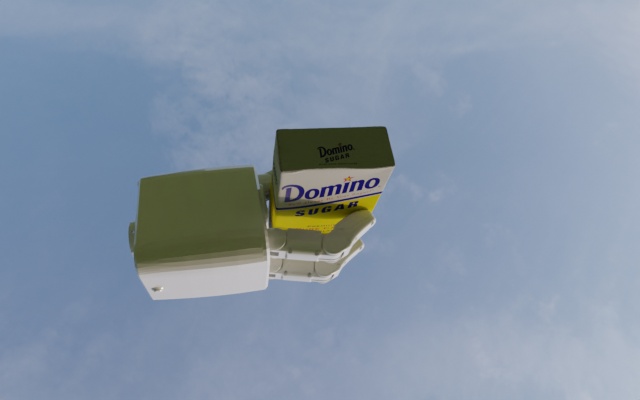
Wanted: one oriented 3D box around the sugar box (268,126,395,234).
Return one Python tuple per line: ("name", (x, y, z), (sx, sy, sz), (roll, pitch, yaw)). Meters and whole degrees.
("sugar box", (0.000, 0.002, 0.443), (0.093, 0.048, 0.176), (-3, -26, -10))
